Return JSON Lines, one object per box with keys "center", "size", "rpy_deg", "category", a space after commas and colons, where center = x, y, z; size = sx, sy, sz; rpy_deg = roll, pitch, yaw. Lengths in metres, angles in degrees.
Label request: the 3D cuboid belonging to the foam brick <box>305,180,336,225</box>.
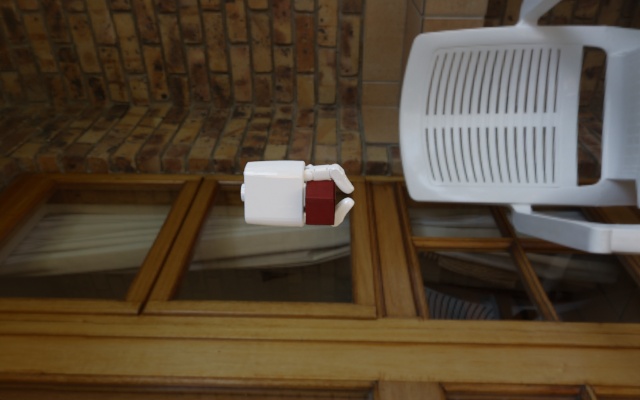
{"center": [0.000, 0.003, 0.835], "size": [0.051, 0.053, 0.078], "rpy_deg": [1, 27, 1], "category": "foam brick"}
